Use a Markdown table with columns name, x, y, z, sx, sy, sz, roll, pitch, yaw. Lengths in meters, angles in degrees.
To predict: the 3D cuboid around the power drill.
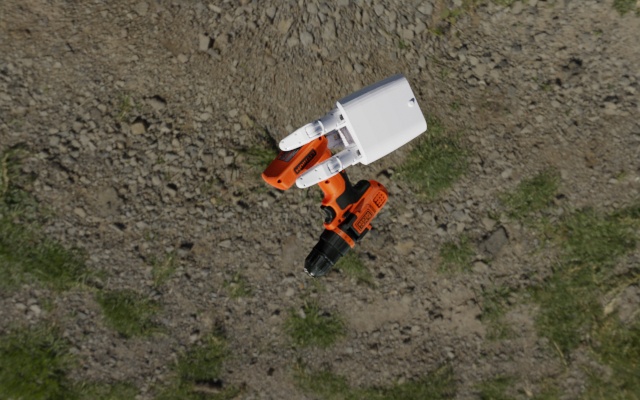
| name | x | y | z | sx | sy | sz | roll | pitch | yaw |
| --- | --- | --- | --- | --- | --- | --- | --- | --- | --- |
| power drill | 0.000 | 0.002 | 0.715 | 0.188 | 0.184 | 0.057 | 48 | -16 | -32 |
